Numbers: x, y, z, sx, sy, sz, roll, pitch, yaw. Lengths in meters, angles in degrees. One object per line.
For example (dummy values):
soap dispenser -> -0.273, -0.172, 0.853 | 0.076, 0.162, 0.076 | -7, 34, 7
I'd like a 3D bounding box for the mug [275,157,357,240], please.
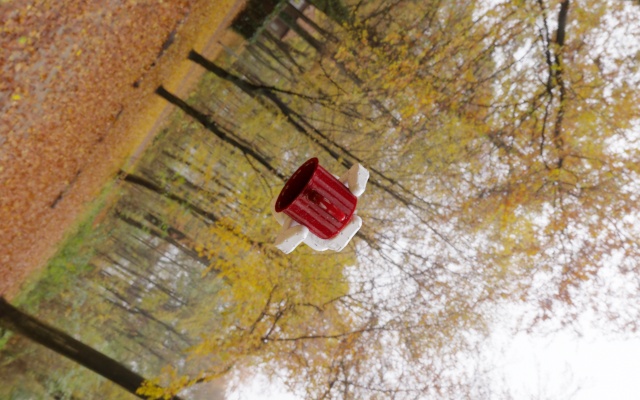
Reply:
mug -> 0.001, 0.002, 0.651 | 0.081, 0.093, 0.117 | 37, -5, -19
